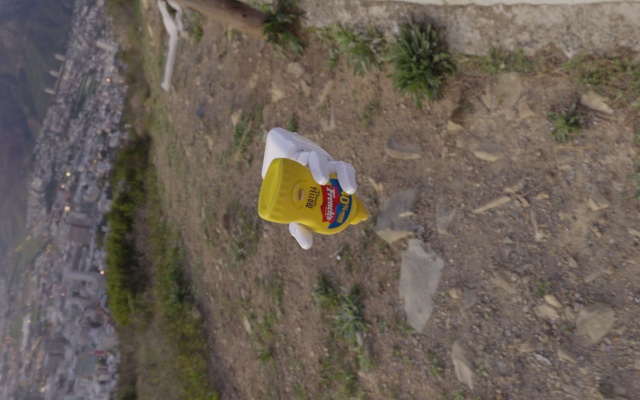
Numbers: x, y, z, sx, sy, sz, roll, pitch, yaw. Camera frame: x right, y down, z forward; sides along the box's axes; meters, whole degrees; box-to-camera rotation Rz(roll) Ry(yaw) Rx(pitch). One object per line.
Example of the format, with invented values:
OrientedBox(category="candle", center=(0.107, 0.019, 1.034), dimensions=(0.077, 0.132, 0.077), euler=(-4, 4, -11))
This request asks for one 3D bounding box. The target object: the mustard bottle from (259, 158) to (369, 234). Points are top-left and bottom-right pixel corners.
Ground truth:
OrientedBox(category="mustard bottle", center=(0.000, 0.002, 0.757), dimensions=(0.192, 0.096, 0.058), euler=(17, -7, -34))
